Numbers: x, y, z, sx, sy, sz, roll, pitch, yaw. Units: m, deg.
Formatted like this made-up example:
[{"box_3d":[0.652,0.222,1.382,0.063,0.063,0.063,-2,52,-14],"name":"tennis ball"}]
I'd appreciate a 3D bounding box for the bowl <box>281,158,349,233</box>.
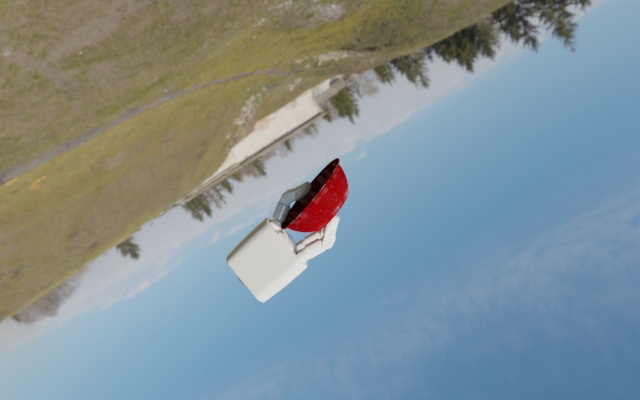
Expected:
[{"box_3d":[0.001,0.002,0.849,0.055,0.162,0.162,38,-7,-9],"name":"bowl"}]
